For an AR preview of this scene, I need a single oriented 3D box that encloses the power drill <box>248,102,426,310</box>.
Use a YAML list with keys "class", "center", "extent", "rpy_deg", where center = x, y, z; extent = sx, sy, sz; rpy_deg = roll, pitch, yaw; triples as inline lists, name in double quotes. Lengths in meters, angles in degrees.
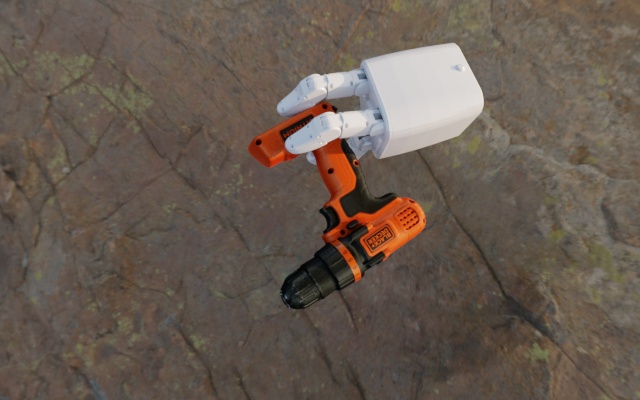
- class: "power drill"
  center: [0.000, 0.001, 0.525]
  extent: [0.184, 0.187, 0.057]
  rpy_deg: [-32, -1, -18]
